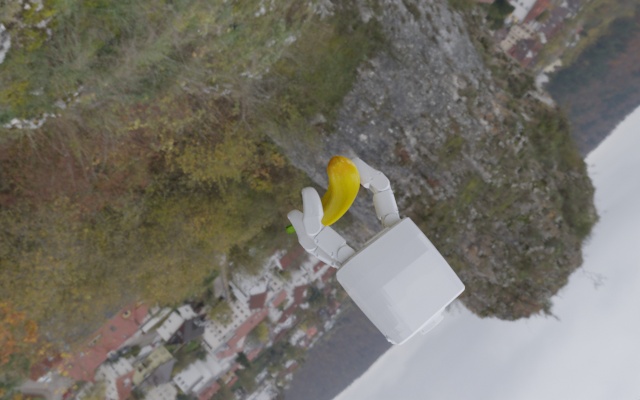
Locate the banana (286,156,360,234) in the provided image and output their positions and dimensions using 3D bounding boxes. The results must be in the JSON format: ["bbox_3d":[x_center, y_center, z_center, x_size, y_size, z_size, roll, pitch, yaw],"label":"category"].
[{"bbox_3d":[0.014,-0.003,0.606,0.069,0.037,0.198,-24,-18,-29],"label":"banana"}]
